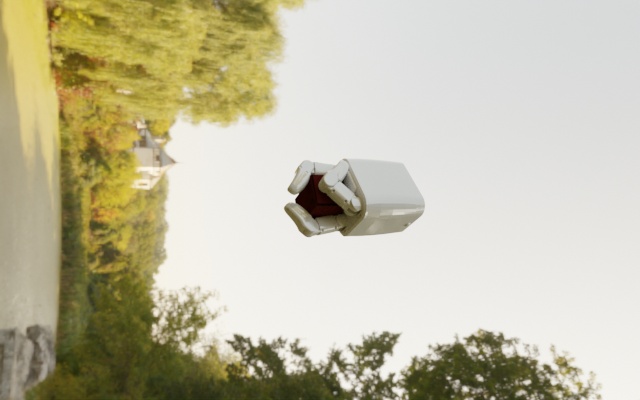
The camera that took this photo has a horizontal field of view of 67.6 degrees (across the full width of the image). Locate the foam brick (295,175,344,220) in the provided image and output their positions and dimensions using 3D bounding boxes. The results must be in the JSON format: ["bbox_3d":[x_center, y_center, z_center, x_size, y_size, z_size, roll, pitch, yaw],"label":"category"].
[{"bbox_3d":[0.000,0.002,0.722,0.051,0.053,0.078,0,-27,-23],"label":"foam brick"}]
